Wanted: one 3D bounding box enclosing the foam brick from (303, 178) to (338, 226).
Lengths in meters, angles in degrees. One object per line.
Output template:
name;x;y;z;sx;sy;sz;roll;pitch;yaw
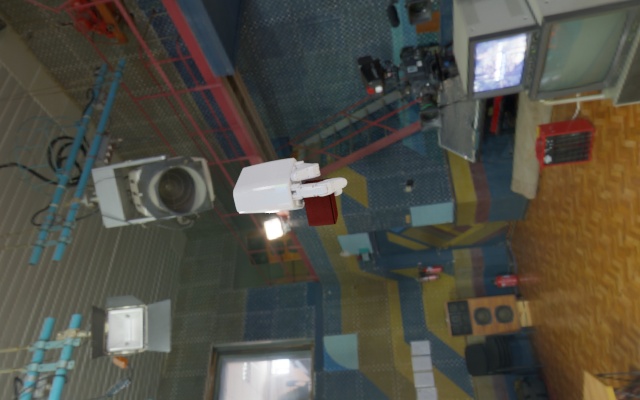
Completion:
foam brick;0.000;0.003;0.891;0.051;0.078;0.053;-8;14;10
